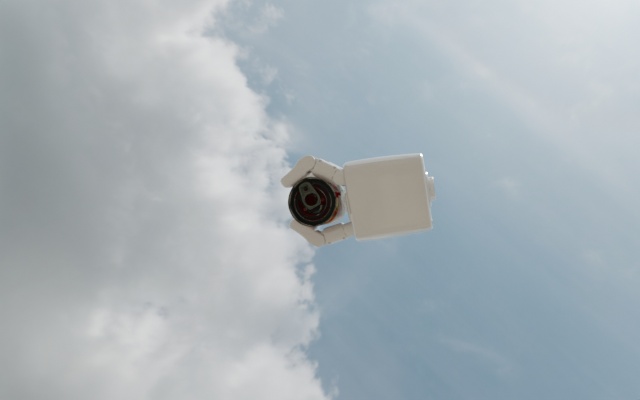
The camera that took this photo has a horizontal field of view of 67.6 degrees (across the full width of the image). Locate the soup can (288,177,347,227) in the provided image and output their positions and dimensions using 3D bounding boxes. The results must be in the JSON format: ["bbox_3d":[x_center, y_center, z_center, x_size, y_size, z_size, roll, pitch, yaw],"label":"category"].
[{"bbox_3d":[0.000,0.002,0.691,0.068,0.068,0.102,0,0,13],"label":"soup can"}]
